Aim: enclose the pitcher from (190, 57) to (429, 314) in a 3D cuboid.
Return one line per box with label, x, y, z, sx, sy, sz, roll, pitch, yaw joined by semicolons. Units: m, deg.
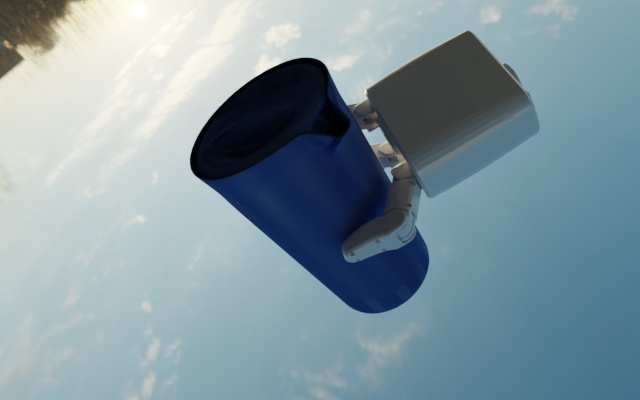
pitcher;0.000;0.001;0.449;0.145;0.243;0.149;-31;38;11
